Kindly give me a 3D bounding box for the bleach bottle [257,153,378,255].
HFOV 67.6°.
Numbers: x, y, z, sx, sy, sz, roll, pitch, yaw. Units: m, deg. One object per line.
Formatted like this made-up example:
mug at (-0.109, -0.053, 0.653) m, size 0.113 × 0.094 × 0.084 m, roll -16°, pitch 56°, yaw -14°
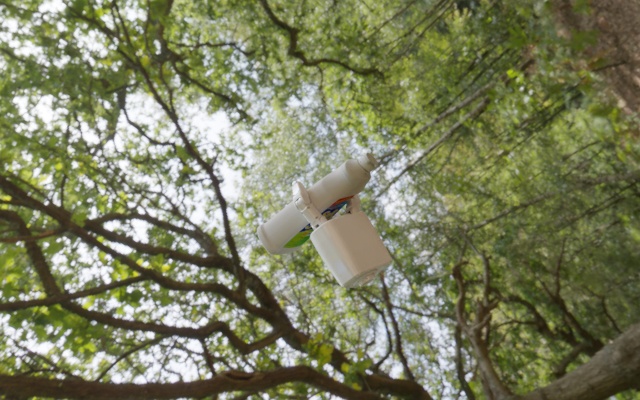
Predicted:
bleach bottle at (0.000, 0.003, 0.870) m, size 0.251 × 0.068 × 0.102 m, roll -42°, pitch -21°, yaw 26°
